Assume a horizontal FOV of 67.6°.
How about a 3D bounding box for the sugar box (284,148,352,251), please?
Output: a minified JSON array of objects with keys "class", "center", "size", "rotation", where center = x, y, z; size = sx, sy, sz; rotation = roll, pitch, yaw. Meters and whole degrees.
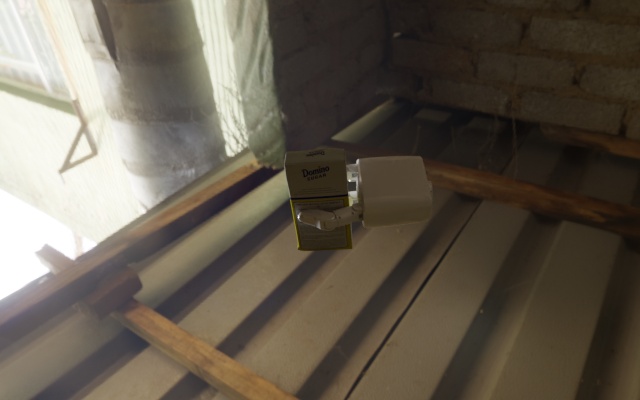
[{"class":"sugar box","center":[0.000,0.002,0.761],"size":[0.093,0.176,0.048],"rotation":[-3,35,4]}]
